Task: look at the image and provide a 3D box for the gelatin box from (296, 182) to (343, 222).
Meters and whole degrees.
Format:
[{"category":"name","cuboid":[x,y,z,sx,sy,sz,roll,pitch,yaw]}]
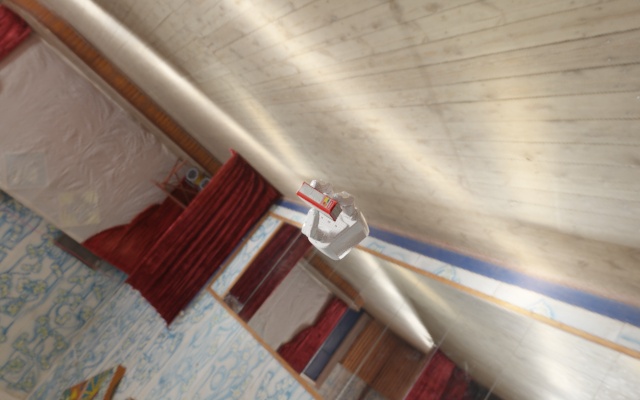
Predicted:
[{"category":"gelatin box","cuboid":[0.000,0.003,0.880,0.073,0.030,0.089,32,-4,14]}]
